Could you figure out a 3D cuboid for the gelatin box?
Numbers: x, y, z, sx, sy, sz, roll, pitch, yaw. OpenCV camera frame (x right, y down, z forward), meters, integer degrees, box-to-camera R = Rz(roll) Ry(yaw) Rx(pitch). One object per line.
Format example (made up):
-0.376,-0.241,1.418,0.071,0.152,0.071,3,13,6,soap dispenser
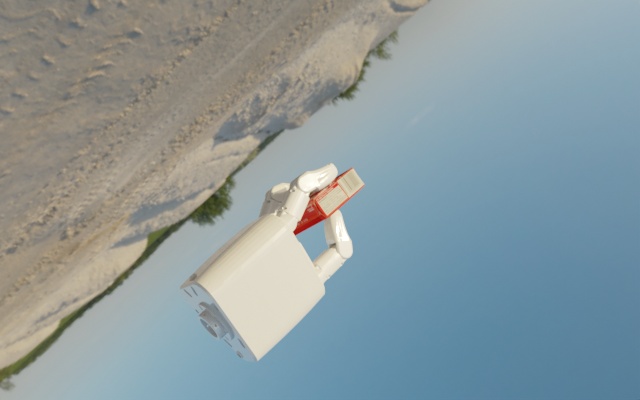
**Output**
0.001,0.002,0.570,0.073,0.030,0.089,-29,7,45,gelatin box
